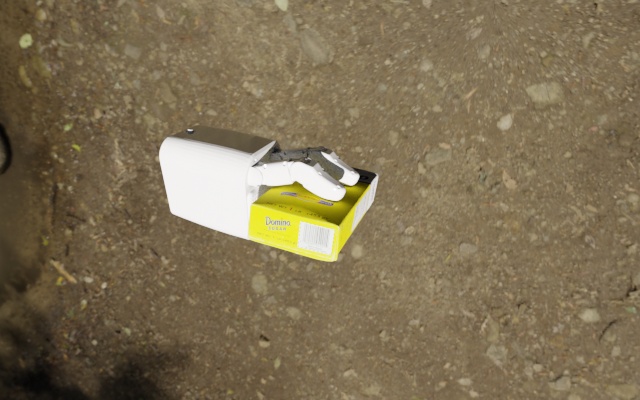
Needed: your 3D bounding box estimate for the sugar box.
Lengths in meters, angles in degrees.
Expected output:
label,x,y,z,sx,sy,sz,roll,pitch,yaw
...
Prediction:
label,x,y,z,sx,sy,sz,roll,pitch,yaw
sugar box,0.000,0.001,0.529,0.093,0.048,0.176,15,26,13
